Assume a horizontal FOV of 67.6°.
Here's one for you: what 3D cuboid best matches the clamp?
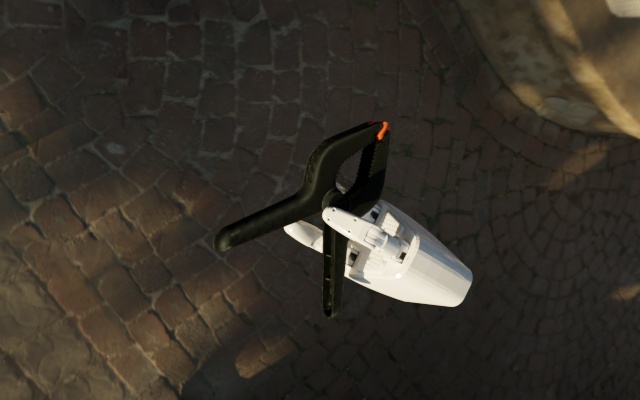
[{"bbox_3d":[0.001,0.001,0.483,0.164,0.210,0.036,30,-5,-33],"label":"clamp"}]
